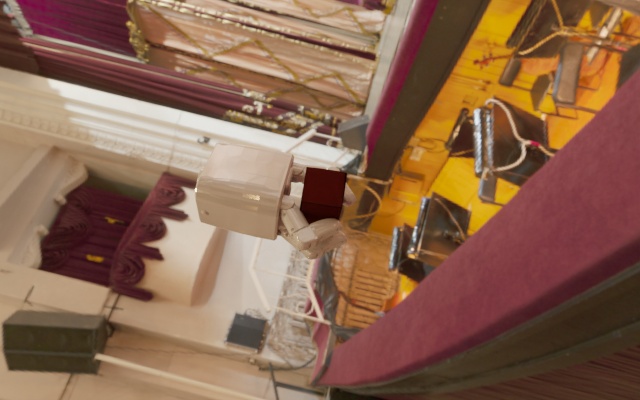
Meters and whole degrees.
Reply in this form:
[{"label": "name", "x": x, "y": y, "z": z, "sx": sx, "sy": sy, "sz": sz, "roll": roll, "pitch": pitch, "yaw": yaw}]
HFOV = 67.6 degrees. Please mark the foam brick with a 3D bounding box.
[{"label": "foam brick", "x": 0.000, "y": 0.002, "z": 0.606, "sx": 0.051, "sy": 0.053, "sz": 0.078, "roll": 10, "pitch": -31, "yaw": -2}]
